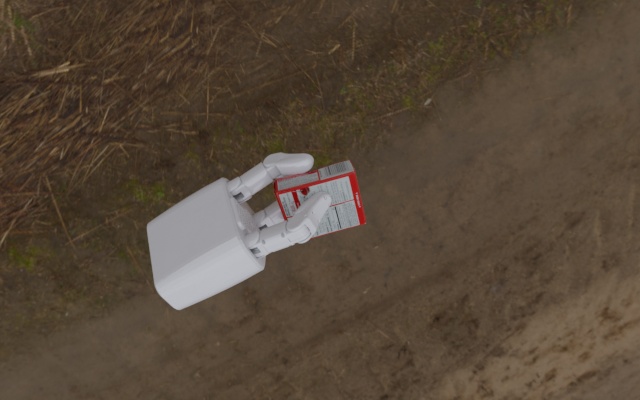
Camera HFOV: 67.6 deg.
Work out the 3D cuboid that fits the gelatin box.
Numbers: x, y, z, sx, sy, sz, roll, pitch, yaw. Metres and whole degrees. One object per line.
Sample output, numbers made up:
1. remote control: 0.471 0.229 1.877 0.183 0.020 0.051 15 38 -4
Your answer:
1. gelatin box: 0.000 0.002 0.527 0.089 0.073 0.030 -15 36 2
